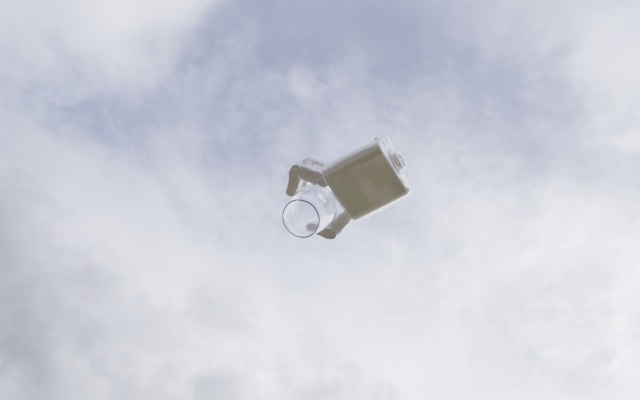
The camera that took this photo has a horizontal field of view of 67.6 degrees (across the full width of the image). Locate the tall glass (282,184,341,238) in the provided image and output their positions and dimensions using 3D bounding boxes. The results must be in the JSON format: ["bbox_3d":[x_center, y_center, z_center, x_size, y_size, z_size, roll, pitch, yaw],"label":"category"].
[{"bbox_3d":[0.000,0.003,0.820,0.079,0.079,0.201,0,15,19],"label":"tall glass"}]
